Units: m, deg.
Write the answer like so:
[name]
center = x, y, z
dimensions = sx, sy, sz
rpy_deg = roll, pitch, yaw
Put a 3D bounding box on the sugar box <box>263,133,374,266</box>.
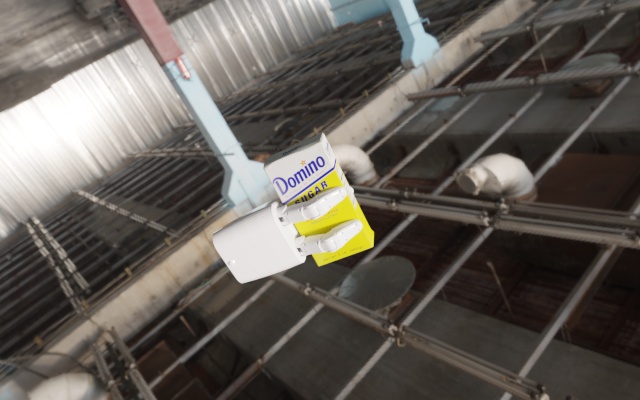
[sugar box]
center = 0.000, 0.003, 0.683
dimensions = 0.093, 0.176, 0.048
rpy_deg = -23, 24, 16
